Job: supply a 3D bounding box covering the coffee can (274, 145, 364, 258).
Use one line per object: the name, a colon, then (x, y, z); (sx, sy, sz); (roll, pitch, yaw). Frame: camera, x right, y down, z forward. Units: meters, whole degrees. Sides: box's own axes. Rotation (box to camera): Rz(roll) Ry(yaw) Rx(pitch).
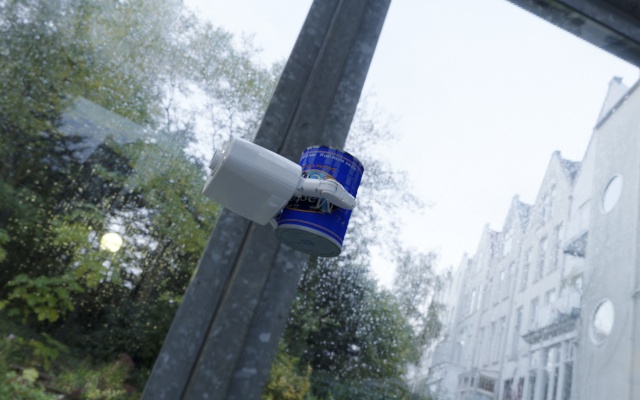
coffee can: (0.000, 0.003, 0.726); (0.103, 0.140, 0.103); (15, -23, 7)
